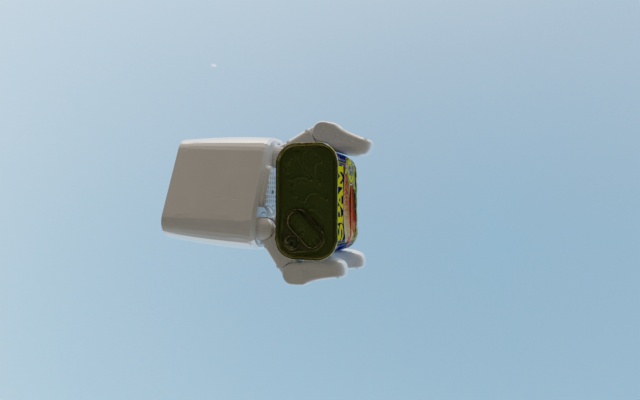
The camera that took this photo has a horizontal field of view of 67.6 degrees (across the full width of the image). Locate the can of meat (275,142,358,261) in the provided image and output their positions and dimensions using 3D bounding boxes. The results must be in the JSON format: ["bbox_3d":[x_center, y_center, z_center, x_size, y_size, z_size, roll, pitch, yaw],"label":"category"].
[{"bbox_3d":[0.000,0.001,0.450,0.057,0.102,0.084,0,-1,18],"label":"can of meat"}]
